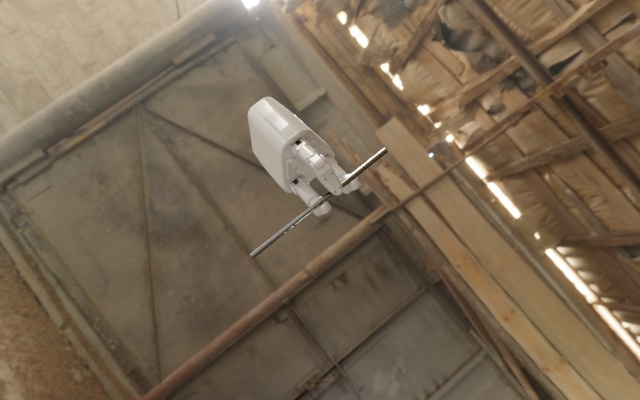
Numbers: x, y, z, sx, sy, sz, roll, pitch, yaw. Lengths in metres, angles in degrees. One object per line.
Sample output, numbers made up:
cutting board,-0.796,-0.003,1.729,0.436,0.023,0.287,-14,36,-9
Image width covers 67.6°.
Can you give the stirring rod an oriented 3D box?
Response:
stirring rod,0.000,0.002,0.663,0.239,0.011,0.011,-38,6,-8
